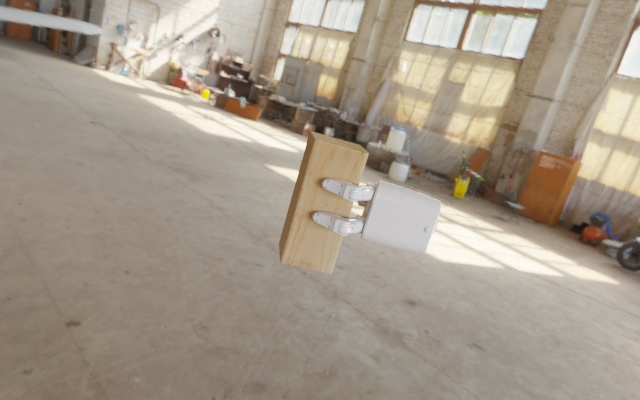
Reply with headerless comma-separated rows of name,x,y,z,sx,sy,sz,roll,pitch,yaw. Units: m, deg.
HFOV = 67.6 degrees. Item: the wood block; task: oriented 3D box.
wood block,0.001,0.002,0.783,0.090,0.206,0.090,14,14,-9
